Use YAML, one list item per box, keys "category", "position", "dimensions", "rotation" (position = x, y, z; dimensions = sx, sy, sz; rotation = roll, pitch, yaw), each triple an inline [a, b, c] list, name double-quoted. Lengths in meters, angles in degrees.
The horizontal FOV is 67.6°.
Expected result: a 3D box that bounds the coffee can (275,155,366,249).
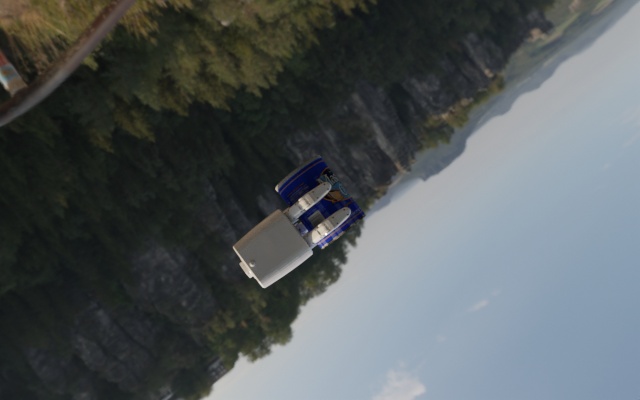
- category: "coffee can"
  position: [0.000, 0.003, 0.872]
  dimensions: [0.103, 0.140, 0.103]
  rotation: [-37, -3, -2]
